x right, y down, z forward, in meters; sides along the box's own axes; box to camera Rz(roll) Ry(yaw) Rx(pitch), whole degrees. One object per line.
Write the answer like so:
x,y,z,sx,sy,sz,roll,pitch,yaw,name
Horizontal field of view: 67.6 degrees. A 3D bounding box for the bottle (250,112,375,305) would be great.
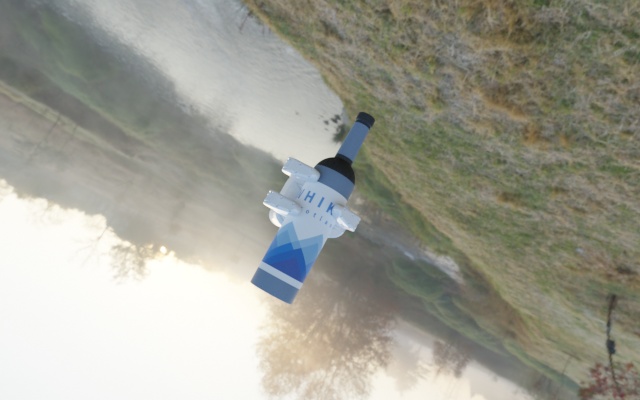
0.000,0.002,0.689,0.069,0.295,0.069,28,-9,5,bottle
